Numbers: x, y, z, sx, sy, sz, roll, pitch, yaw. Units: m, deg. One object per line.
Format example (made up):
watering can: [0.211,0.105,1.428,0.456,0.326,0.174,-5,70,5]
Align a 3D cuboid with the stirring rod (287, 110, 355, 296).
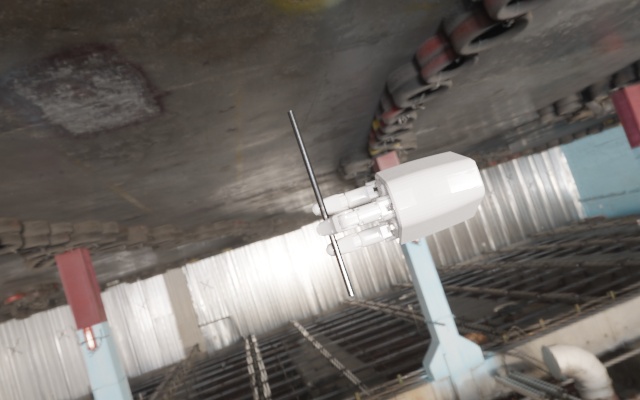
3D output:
stirring rod: [0.000,0.002,0.591,0.011,0.239,0.011,-18,-5,-2]
